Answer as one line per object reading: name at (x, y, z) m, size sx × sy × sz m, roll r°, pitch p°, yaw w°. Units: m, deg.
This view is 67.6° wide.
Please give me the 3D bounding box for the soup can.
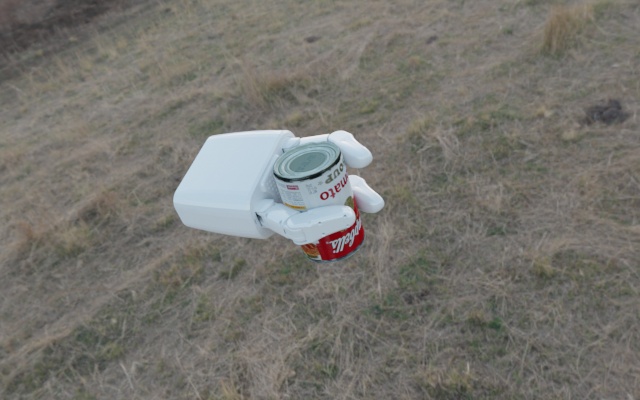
soup can at (0.000, 0.001, 0.467) m, size 0.068 × 0.102 × 0.068 m, roll -13°, pitch 33°, yaw 9°
